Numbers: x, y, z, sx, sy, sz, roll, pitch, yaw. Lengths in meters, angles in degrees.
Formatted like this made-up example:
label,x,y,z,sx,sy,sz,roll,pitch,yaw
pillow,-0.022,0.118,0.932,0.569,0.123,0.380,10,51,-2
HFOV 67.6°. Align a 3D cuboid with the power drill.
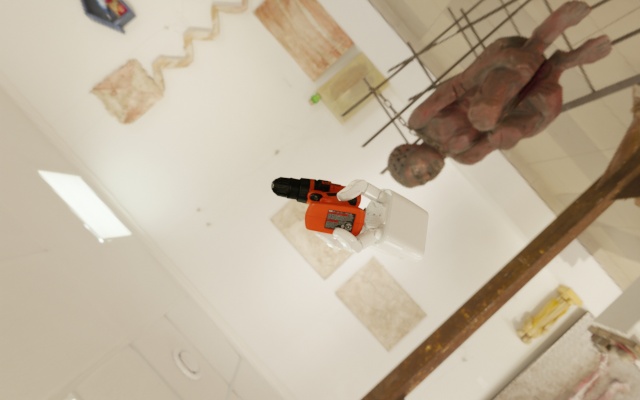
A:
label,x,y,z,sx,sy,sz,roll,pitch,yaw
power drill,0.000,0.003,0.898,0.184,0.057,0.187,8,18,-9
